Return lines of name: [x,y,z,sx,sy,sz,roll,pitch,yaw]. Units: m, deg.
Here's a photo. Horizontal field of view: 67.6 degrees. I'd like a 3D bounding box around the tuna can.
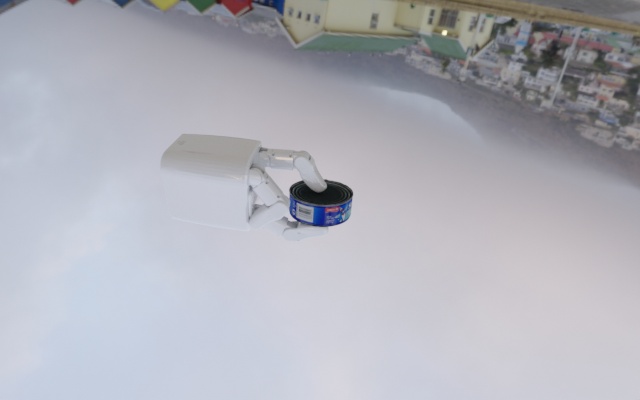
tuna can: [0.000,0.003,0.641,0.086,0.034,0.086,3,25,-1]
